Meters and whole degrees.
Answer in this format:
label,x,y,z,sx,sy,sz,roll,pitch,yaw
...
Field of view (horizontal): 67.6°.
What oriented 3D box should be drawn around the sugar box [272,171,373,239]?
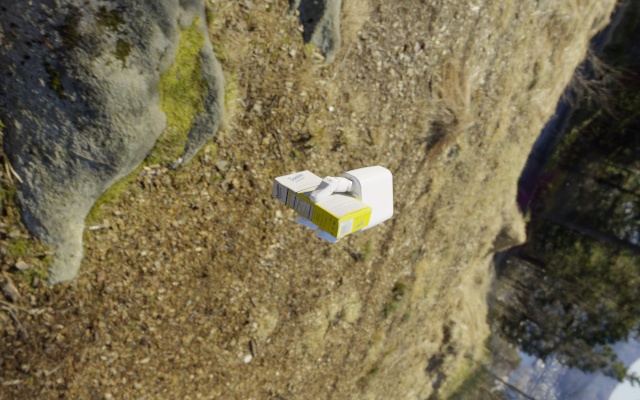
label,x,y,z,sx,sy,sz,roll,pitch,yaw
sugar box,0.000,0.003,0.898,0.093,0.048,0.176,-17,36,-43
